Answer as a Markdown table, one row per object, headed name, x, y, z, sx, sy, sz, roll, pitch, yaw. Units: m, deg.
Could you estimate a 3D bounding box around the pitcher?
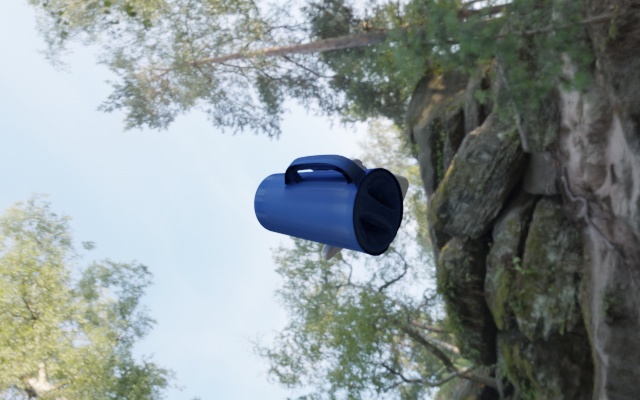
| name | x | y | z | sx | sy | sz | roll | pitch | yaw |
| --- | --- | --- | --- | --- | --- | --- | --- | --- | --- |
| pitcher | 0.000 | 0.003 | 0.786 | 0.243 | 0.149 | 0.145 | 5 | 4 | 41 |
